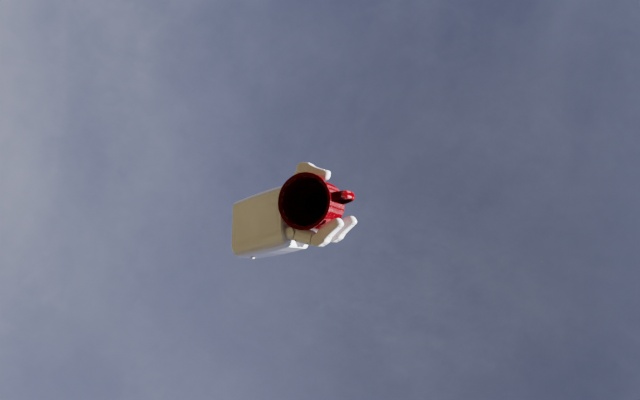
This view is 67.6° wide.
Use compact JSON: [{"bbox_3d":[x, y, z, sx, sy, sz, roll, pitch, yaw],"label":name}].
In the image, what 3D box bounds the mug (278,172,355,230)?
[{"bbox_3d":[0.001,0.002,0.784,0.117,0.093,0.081,-15,-13,22],"label":"mug"}]
